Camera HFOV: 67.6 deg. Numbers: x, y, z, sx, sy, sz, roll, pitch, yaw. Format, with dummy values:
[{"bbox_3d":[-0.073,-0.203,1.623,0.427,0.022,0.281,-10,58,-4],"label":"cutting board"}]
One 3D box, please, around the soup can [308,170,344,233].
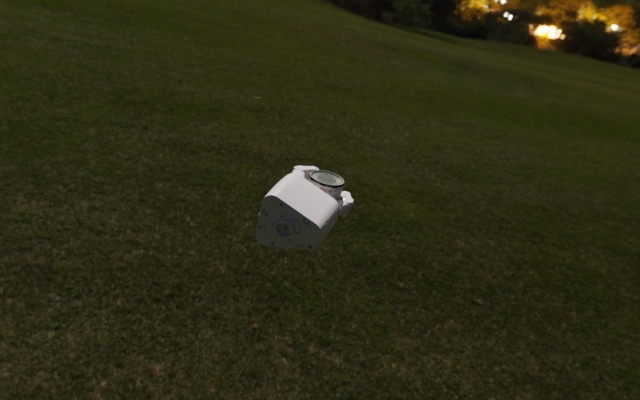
[{"bbox_3d":[0.000,0.002,0.887,0.068,0.102,0.068,12,25,-6],"label":"soup can"}]
